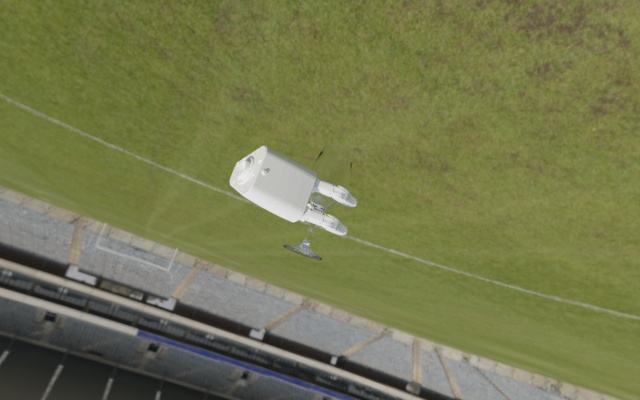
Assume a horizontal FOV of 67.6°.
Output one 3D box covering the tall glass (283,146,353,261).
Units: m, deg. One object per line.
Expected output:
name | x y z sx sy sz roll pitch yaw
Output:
tall glass | 0.000 0.004 0.876 0.079 0.201 0.079 19 -13 5
